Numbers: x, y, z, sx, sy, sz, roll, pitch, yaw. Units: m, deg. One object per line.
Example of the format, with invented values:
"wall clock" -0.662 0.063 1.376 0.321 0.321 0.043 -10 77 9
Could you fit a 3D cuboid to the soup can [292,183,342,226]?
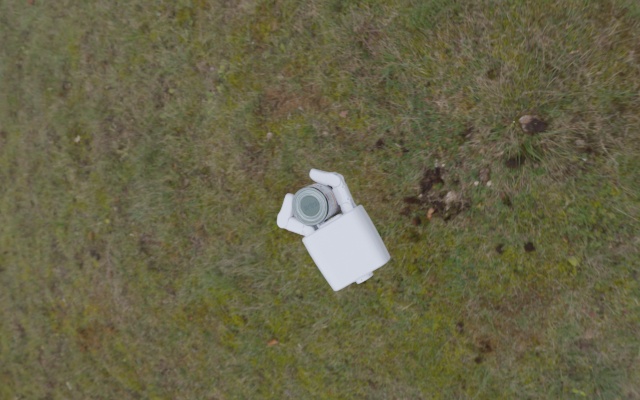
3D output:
"soup can" 0.000 0.002 0.832 0.068 0.068 0.102 0 9 22
